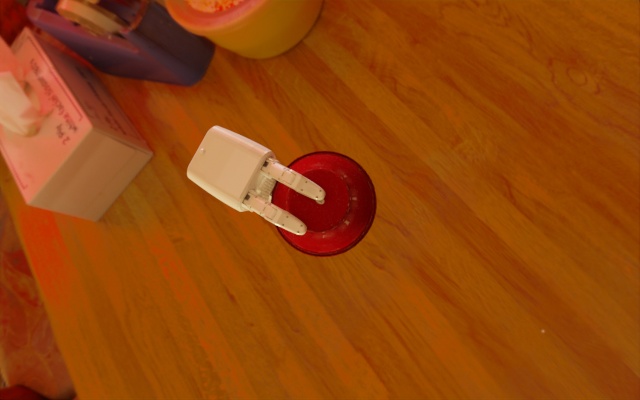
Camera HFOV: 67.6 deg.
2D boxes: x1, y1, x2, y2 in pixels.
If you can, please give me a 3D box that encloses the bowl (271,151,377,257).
[{"bbox_3d":[0.001,0.003,0.694,0.162,0.162,0.055,0,-5,8],"label":"bowl"}]
